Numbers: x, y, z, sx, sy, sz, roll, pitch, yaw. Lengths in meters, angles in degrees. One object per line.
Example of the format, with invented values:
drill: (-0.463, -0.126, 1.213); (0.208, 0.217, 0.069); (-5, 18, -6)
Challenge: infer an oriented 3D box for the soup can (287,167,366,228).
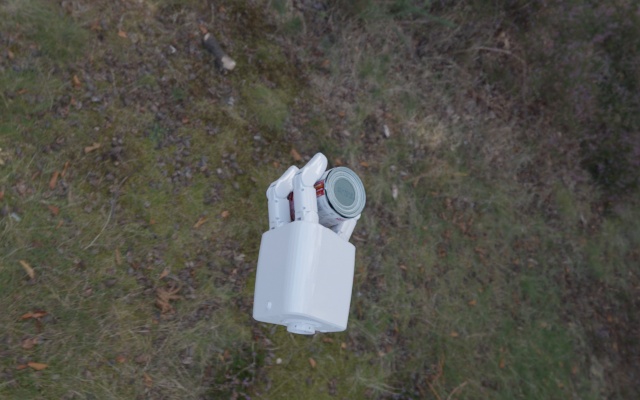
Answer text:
soup can: (0.000, 0.002, 0.621); (0.068, 0.068, 0.102); (0, -14, -40)
